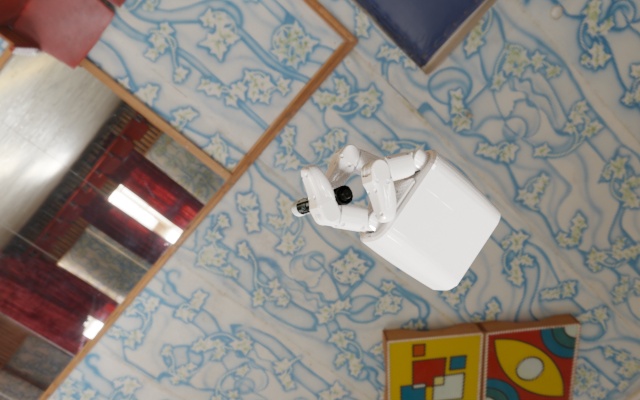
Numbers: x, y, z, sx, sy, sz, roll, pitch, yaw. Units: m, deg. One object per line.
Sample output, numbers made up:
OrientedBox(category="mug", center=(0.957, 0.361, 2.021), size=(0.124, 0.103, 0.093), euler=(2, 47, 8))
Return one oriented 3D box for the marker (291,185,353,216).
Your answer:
OrientedBox(category="marker", center=(0.000, 0.002, 0.503), size=(0.020, 0.020, 0.121), euler=(0, -7, -25))
